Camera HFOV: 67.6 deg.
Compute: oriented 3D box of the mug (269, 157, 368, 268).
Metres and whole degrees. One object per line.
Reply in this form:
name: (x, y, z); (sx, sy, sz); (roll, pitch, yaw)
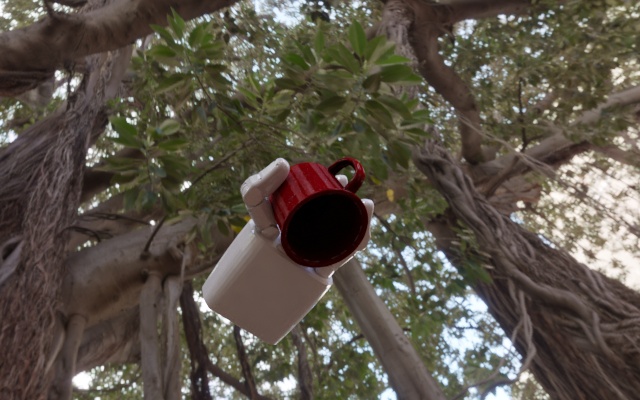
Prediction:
mug: (0.001, 0.000, 0.508); (0.093, 0.117, 0.081); (32, 14, -33)
